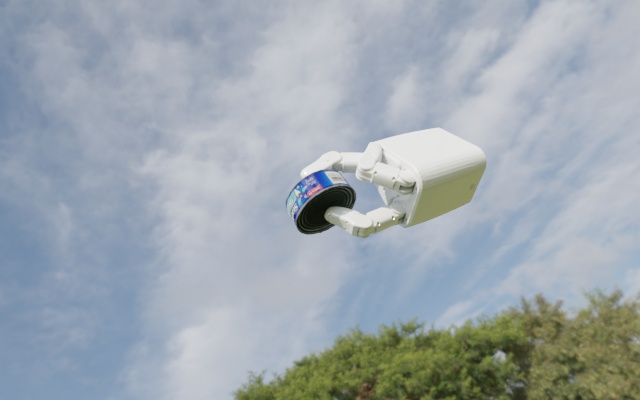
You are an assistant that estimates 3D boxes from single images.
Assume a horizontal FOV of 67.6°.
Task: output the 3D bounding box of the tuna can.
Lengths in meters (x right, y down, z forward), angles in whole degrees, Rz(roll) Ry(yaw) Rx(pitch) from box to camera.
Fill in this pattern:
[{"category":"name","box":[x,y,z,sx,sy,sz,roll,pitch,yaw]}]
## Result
[{"category":"tuna can","box":[0.000,0.002,0.601,0.086,0.086,0.033,0,44,-42]}]
